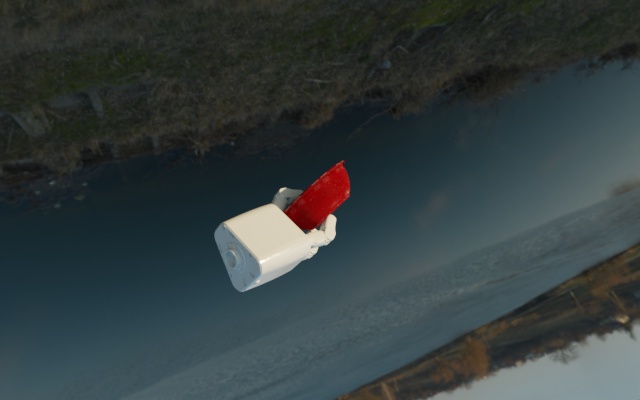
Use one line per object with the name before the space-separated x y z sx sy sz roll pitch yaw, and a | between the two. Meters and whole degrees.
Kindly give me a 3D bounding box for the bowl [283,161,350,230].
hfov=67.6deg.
bowl | 0.001 0.002 0.855 0.162 0.055 0.162 -43 -3 -3
